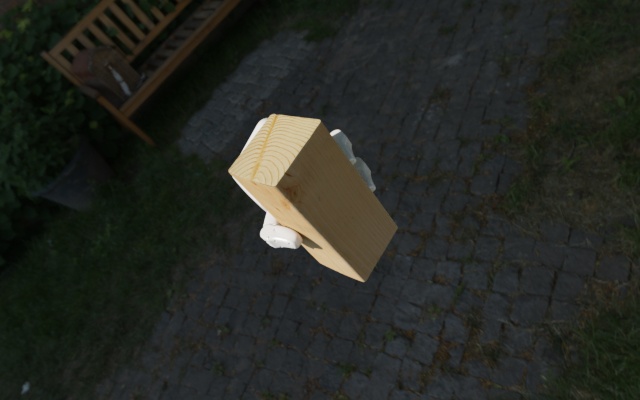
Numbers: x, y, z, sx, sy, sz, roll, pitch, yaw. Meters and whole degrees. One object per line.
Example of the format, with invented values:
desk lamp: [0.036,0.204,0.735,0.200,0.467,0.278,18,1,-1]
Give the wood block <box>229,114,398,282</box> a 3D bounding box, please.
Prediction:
wood block: [0.000,0.002,0.580,0.090,0.090,0.206,17,-23,45]
